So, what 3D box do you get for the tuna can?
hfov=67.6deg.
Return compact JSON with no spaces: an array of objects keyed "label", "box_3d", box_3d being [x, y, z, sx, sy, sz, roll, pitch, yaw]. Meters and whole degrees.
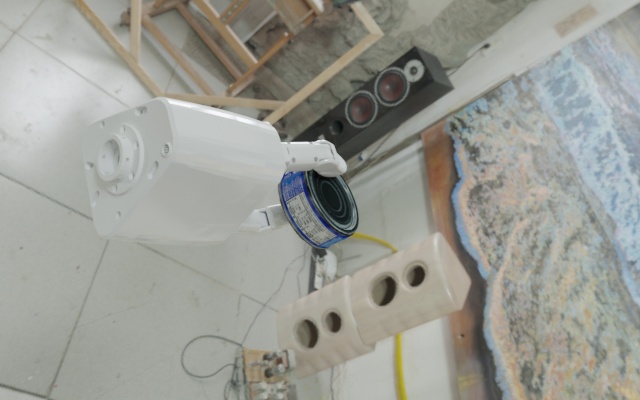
[{"label":"tuna can","box_3d":[0.001,0.001,0.458,0.034,0.086,0.086,-29,-14,27]}]
